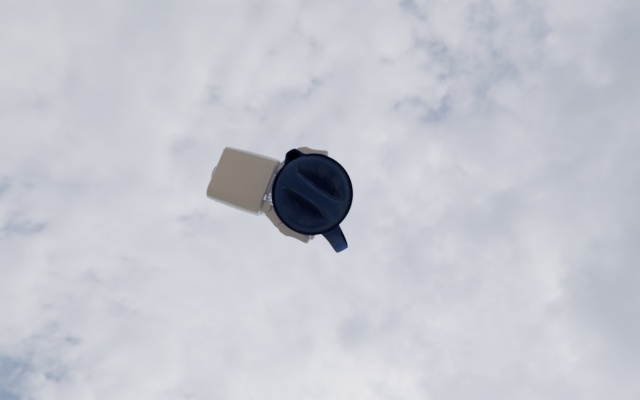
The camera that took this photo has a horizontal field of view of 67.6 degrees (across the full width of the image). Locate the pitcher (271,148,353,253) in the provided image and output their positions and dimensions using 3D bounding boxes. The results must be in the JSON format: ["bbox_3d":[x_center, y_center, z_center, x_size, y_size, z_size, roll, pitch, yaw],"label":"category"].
[{"bbox_3d":[0.000,0.003,0.879,0.145,0.149,0.243,16,0,5],"label":"pitcher"}]
